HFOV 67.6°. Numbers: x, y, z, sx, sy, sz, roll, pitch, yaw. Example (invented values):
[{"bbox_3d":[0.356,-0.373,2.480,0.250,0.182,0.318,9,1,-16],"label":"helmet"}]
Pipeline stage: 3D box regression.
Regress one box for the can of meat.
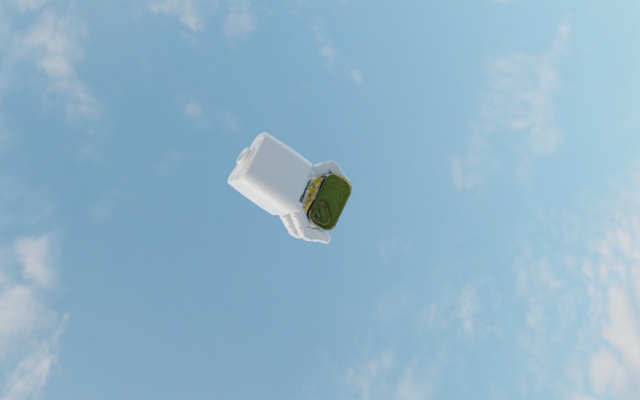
[{"bbox_3d":[0.000,0.003,0.882,0.057,0.102,0.084,32,-15,-23],"label":"can of meat"}]
